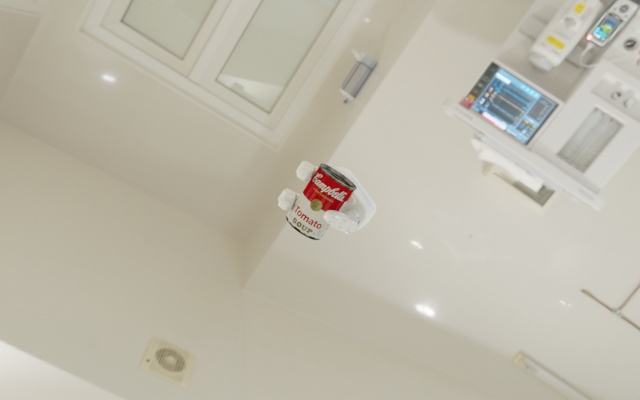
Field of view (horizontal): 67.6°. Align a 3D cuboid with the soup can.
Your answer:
[{"bbox_3d":[0.000,0.003,0.745,0.068,0.102,0.068,32,14,-9],"label":"soup can"}]
